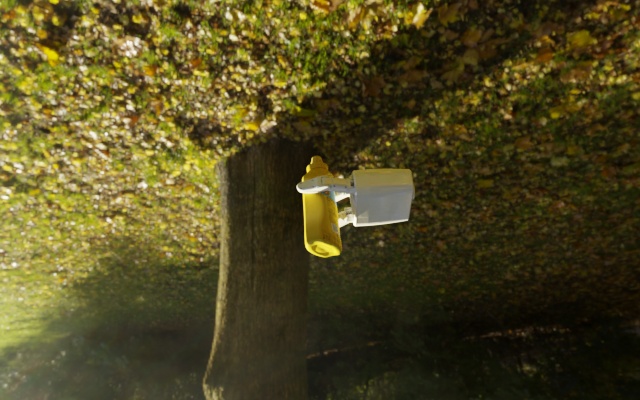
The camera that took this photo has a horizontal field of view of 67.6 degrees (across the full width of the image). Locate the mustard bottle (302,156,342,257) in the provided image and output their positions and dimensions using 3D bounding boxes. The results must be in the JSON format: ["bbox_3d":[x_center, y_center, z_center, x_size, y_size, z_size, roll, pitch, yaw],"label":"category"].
[{"bbox_3d":[0.000,0.003,0.894,0.058,0.191,0.096,-14,-26,21],"label":"mustard bottle"}]
